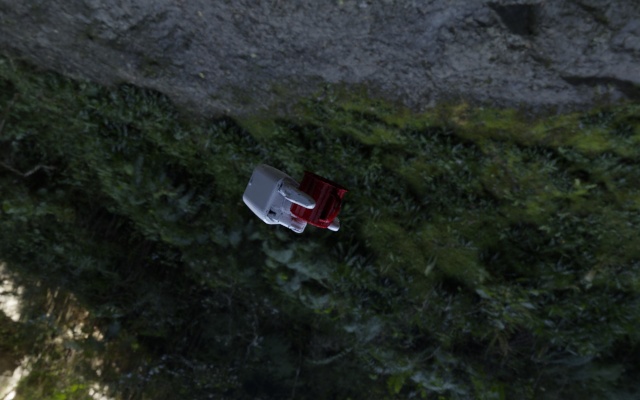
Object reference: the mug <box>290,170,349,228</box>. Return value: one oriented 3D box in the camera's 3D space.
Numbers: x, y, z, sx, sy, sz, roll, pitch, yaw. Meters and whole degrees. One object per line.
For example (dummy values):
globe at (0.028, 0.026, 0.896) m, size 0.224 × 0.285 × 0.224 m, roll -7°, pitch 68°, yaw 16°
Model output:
mug at (0.001, 0.004, 0.878) m, size 0.093 × 0.081 × 0.117 m, roll 19°, pitch 8°, yaw -36°
